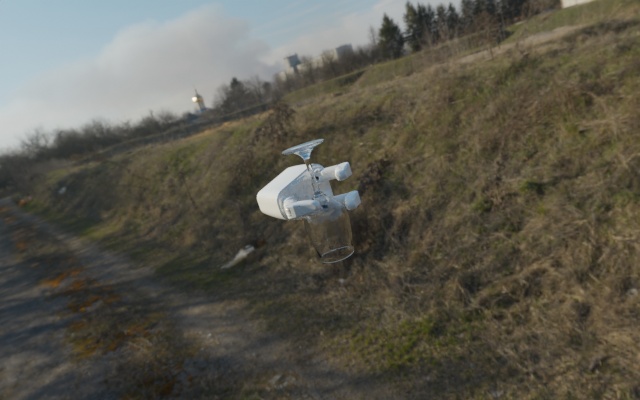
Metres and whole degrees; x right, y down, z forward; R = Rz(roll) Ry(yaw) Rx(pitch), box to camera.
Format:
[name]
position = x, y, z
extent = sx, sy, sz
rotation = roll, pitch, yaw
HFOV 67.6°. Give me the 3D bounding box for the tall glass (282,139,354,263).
[tall glass]
position = 0.000, 0.002, 0.811
extent = 0.079, 0.201, 0.079
rotation = -17, 13, 4
